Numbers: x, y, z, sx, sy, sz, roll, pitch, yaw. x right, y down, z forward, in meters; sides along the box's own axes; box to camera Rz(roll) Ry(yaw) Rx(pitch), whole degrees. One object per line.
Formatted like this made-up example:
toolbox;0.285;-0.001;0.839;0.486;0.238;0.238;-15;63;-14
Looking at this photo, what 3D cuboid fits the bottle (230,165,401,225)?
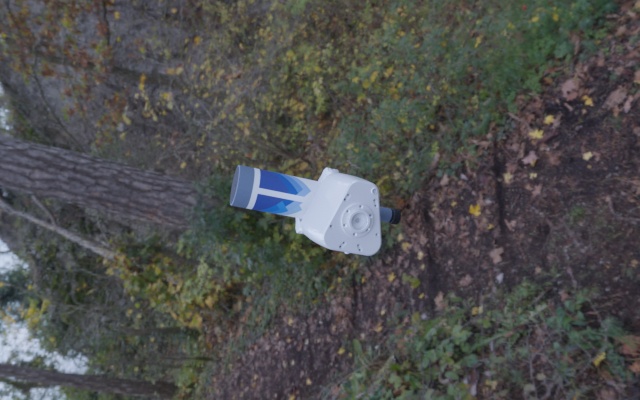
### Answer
bottle;0.000;0.003;0.809;0.296;0.069;0.069;11;-4;-18
